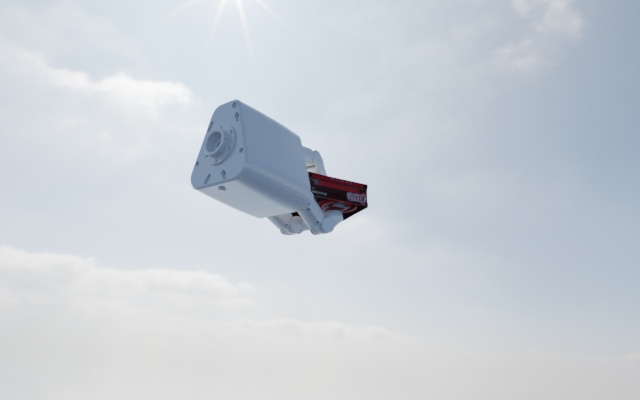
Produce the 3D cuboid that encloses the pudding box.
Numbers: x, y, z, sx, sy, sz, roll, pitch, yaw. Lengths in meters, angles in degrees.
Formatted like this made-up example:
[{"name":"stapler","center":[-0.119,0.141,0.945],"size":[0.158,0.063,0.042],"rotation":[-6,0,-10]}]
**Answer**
[{"name":"pudding box","center":[0.000,0.002,0.661],"size":[0.090,0.039,0.113],"rotation":[12,-21,-23]}]
